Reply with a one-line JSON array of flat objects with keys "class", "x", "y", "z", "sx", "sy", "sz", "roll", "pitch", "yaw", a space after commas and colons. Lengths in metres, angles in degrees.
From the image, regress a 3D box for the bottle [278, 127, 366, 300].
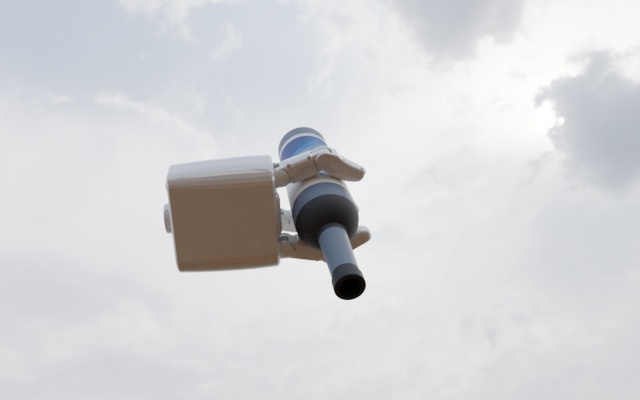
[{"class": "bottle", "x": 0.000, "y": 0.002, "z": 0.516, "sx": 0.069, "sy": 0.069, "sz": 0.295, "roll": 0, "pitch": 28, "yaw": -11}]
